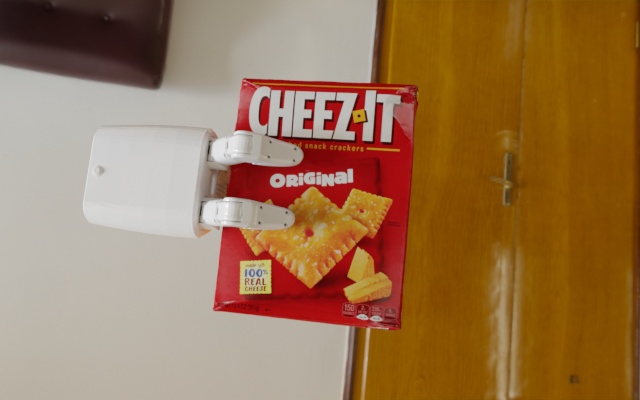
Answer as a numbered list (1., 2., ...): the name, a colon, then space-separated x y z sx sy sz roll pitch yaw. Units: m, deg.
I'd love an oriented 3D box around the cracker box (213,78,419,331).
1. cracker box: 0.000 0.002 0.439 0.164 0.213 0.072 4 -7 8
